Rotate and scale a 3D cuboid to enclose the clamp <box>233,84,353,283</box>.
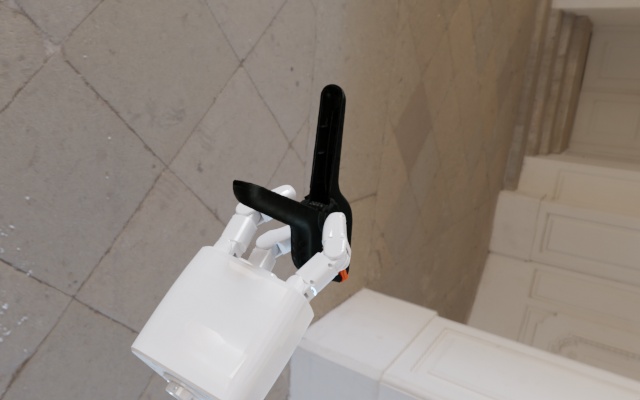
[{"bbox_3d":[0.001,0.002,0.481,0.036,0.164,0.210,13,-36,31],"label":"clamp"}]
